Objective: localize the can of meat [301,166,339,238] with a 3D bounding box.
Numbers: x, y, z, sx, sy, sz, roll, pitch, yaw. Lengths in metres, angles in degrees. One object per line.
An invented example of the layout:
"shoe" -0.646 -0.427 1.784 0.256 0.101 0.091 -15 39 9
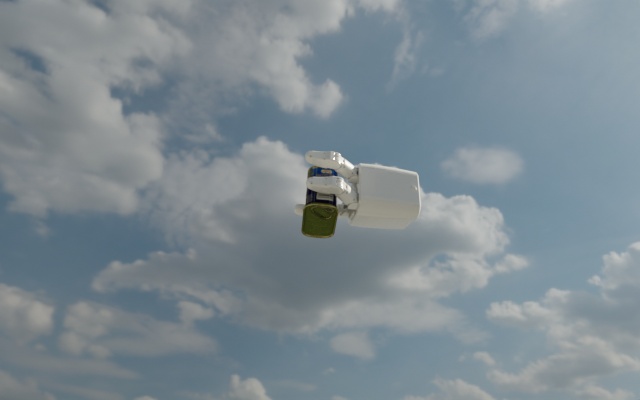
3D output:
"can of meat" 0.000 0.002 0.816 0.057 0.084 0.102 5 -35 -2
